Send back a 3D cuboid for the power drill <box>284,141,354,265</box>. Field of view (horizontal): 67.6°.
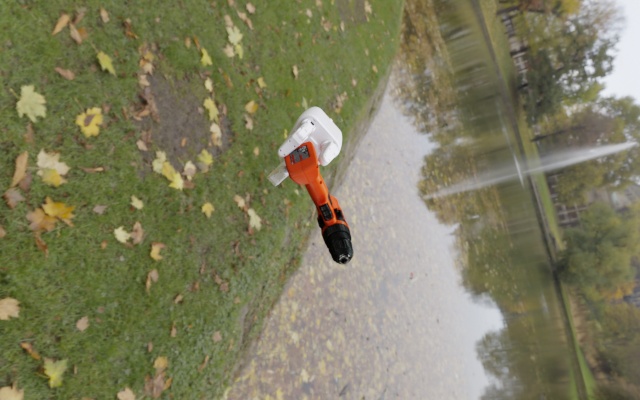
[{"bbox_3d":[0.000,0.002,0.849,0.057,0.188,0.184,-23,34,2],"label":"power drill"}]
